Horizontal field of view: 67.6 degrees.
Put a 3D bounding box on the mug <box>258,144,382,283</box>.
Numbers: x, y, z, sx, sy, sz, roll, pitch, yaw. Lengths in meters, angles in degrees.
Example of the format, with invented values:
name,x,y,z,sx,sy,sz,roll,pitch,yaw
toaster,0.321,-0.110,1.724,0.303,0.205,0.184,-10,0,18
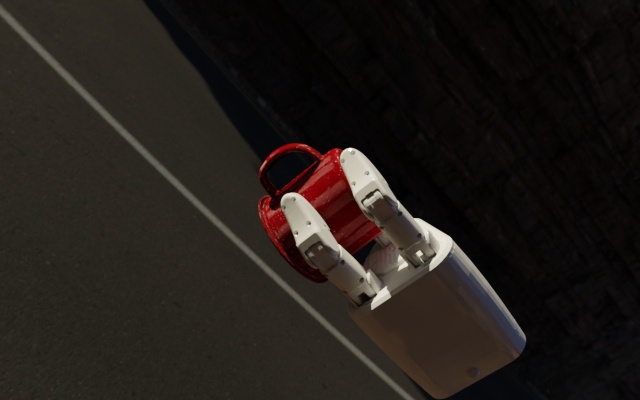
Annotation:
name,x,y,z,sx,sy,sz,roll,pitch,yaw
mug,-0.001,0.000,0.407,0.081,0.117,0.093,-38,13,16
